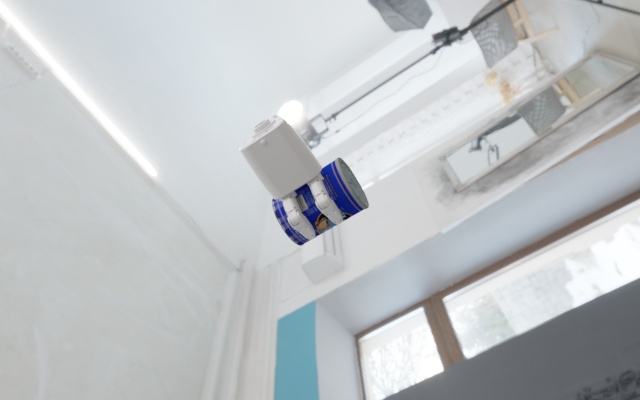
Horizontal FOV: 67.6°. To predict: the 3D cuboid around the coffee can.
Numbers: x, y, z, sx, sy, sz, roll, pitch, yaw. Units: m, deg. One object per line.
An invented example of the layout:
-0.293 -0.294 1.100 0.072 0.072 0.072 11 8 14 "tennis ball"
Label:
0.000 0.003 0.847 0.140 0.103 0.103 -31 -8 14 "coffee can"
